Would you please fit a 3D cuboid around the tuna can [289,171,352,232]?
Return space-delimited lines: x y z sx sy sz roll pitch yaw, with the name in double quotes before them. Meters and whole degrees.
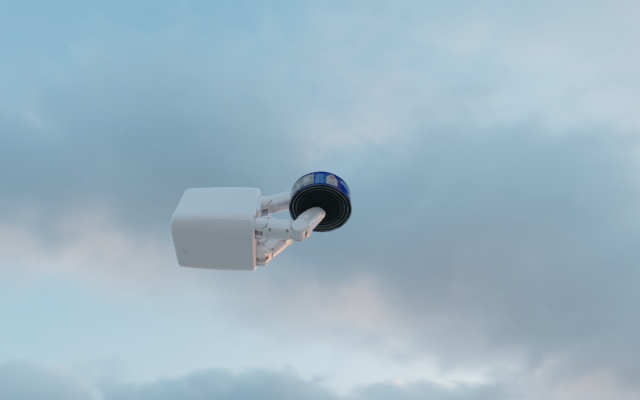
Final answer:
"tuna can" 0.000 0.002 0.662 0.086 0.086 0.033 0 40 2
